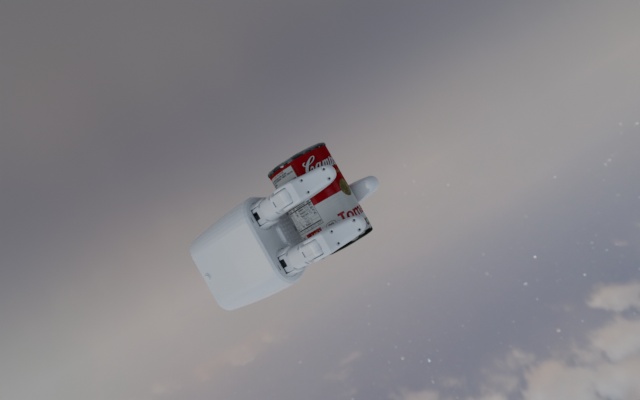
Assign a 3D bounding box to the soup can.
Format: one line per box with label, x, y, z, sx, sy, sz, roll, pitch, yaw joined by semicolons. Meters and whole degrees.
soup can;0.001;0.002;0.488;0.068;0.102;0.068;-30;-2;-1
